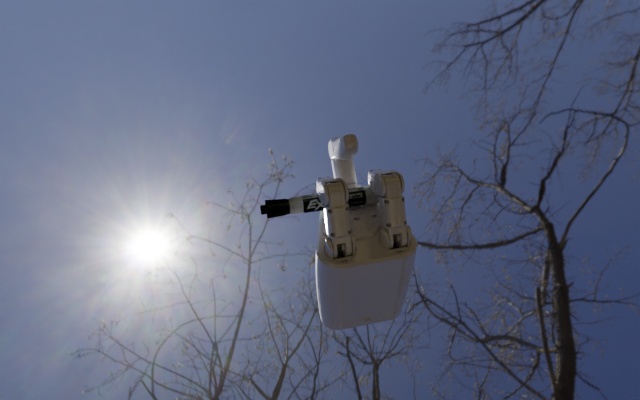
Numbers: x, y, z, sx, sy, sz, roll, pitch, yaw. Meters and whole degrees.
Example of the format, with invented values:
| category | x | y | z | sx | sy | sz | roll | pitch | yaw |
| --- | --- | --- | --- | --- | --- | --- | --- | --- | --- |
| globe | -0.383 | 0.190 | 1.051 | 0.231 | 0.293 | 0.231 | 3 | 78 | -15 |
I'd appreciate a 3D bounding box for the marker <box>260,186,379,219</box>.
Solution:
| category | x | y | z | sx | sy | sz | roll | pitch | yaw |
| --- | --- | --- | --- | --- | --- | --- | --- | --- | --- |
| marker | 0.000 | 0.002 | 0.480 | 0.121 | 0.020 | 0.020 | -8 | 1 | -9 |
